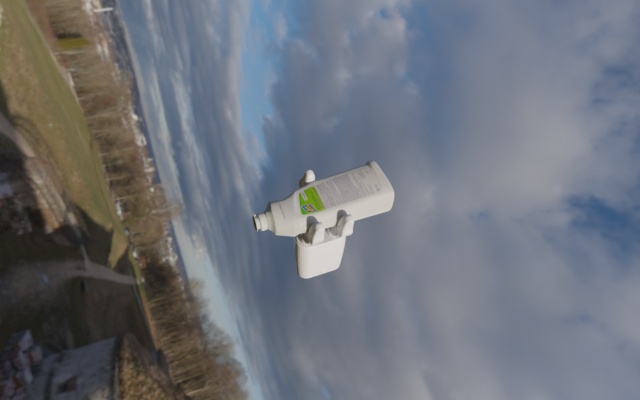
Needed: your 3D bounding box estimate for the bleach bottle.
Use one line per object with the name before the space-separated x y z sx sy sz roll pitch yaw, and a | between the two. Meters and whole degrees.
bleach bottle | 0.000 0.003 0.859 0.251 0.102 0.068 -15 -40 -17
